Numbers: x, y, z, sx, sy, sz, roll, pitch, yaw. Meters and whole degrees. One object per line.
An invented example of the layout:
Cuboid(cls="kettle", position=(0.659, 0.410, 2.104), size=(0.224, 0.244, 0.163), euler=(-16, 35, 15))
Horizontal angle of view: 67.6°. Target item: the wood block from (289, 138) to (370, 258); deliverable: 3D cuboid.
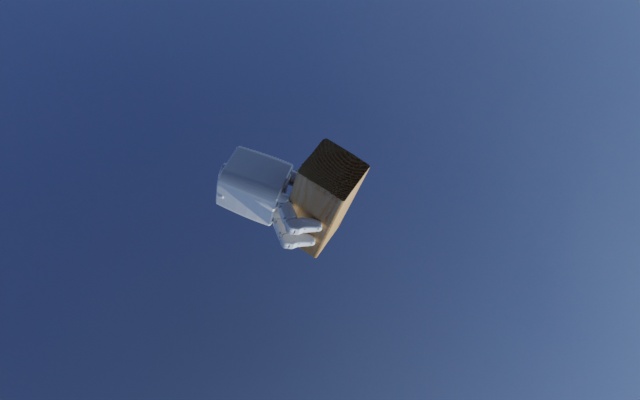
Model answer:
Cuboid(cls="wood block", position=(0.000, 0.002, 0.832), size=(0.090, 0.090, 0.206), euler=(33, -33, 6))
